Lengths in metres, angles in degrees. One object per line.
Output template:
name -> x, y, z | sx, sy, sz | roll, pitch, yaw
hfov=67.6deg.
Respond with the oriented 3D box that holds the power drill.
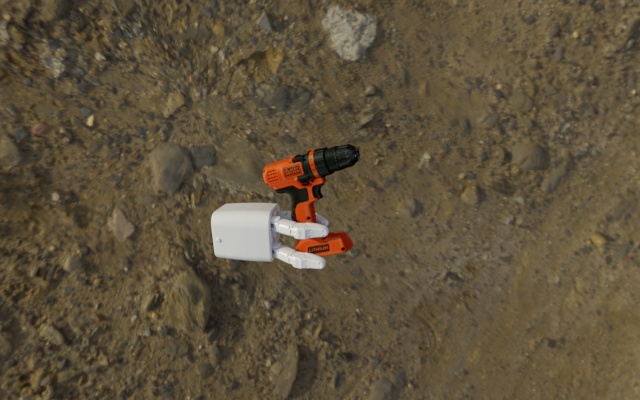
power drill -> 0.000, 0.003, 0.852 | 0.184, 0.187, 0.057 | -13, 4, 25
